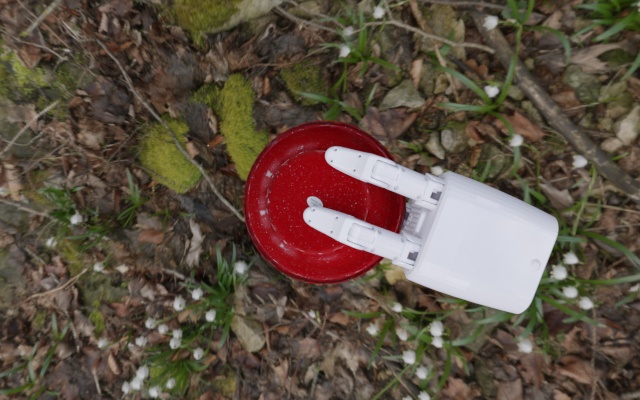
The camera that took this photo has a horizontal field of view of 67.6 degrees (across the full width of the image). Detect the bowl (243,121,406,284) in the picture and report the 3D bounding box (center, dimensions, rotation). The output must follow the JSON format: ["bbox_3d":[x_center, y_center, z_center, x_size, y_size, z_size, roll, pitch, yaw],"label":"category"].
[{"bbox_3d":[-0.001,0.001,0.445,0.162,0.162,0.055,0,-1,6],"label":"bowl"}]
